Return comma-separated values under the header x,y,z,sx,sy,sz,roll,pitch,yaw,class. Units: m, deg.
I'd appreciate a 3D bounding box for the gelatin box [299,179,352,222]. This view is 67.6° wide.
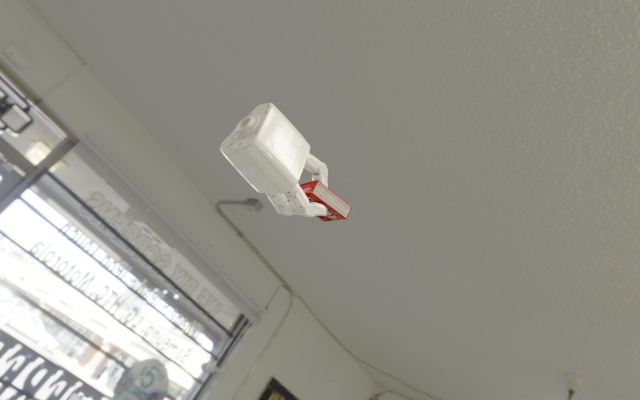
x,y,z,sx,sy,sz,roll,pitch,yaw,class
0.001,0.003,0.858,0.089,0.030,0.073,37,-24,-25,gelatin box
